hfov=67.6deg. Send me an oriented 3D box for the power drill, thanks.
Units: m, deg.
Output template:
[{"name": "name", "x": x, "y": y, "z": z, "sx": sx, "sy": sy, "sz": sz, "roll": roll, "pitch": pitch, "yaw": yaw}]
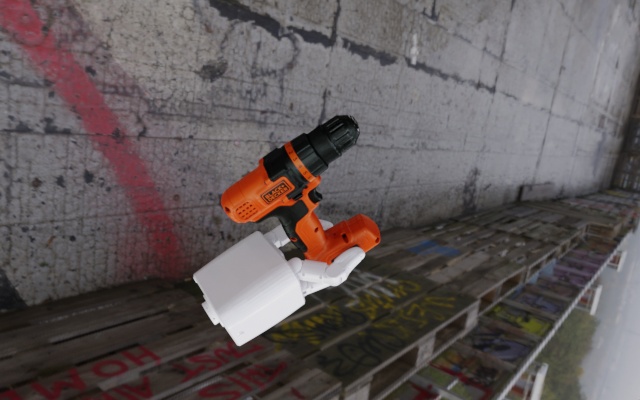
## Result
[{"name": "power drill", "x": 0.000, "y": 0.002, "z": 0.594, "sx": 0.184, "sy": 0.188, "sz": 0.057, "roll": -33, "pitch": 37, "yaw": 10}]
